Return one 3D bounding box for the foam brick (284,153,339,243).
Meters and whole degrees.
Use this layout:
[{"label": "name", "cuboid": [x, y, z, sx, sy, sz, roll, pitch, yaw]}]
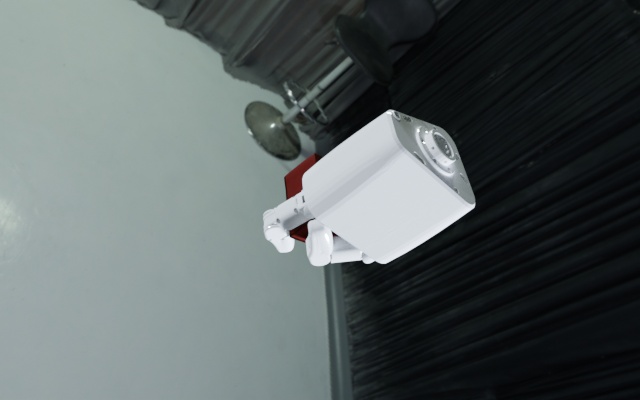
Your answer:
[{"label": "foam brick", "cuboid": [0.000, 0.001, 0.490, 0.053, 0.078, 0.051, 23, -45, -36]}]
